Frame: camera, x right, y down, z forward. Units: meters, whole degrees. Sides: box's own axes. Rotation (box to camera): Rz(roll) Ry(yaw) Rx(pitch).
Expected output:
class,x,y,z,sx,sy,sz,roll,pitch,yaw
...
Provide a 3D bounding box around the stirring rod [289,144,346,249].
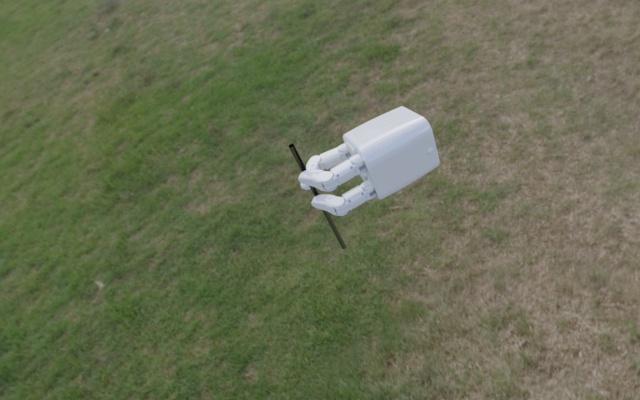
class,x,y,z,sx,sy,sz,roll,pitch,yaw
stirring rod,0.000,0.002,0.745,0.011,0.011,0.240,0,-41,27
